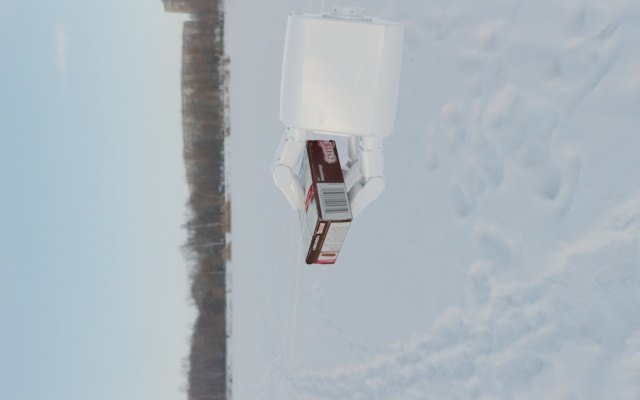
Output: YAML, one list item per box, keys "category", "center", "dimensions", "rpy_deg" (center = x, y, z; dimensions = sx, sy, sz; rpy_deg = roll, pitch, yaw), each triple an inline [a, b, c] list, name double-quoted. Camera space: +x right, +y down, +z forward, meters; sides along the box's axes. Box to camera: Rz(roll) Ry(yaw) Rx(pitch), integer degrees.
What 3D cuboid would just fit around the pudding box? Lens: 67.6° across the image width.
- category: "pudding box"
  center: [0.000, 0.002, 0.535]
  dimensions: [0.039, 0.113, 0.090]
  rpy_deg: [1, -38, -12]
